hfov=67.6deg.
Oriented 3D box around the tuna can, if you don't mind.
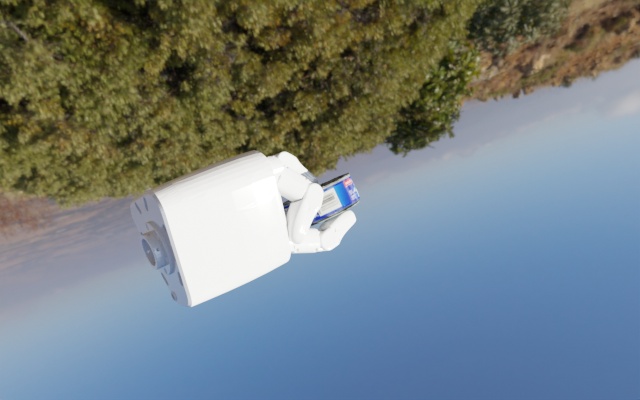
[{"bbox_3d":[0.000,0.002,0.534,0.086,0.034,0.086,-25,4,2],"label":"tuna can"}]
